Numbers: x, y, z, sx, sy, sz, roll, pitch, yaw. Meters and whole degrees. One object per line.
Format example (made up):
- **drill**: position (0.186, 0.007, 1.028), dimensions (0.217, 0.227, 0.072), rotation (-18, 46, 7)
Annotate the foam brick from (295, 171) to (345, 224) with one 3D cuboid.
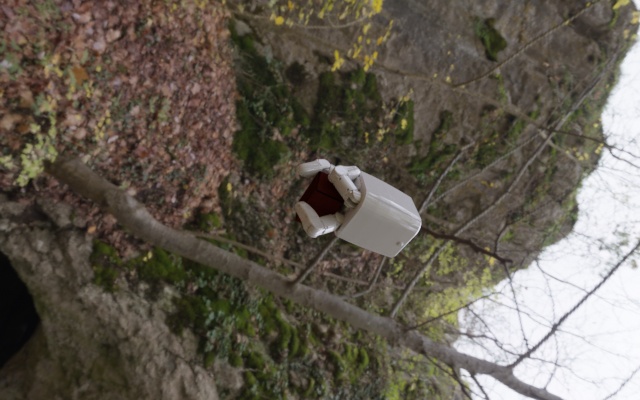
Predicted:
- **foam brick**: position (0.000, 0.003, 0.772), dimensions (0.051, 0.053, 0.078), rotation (25, -50, -13)
